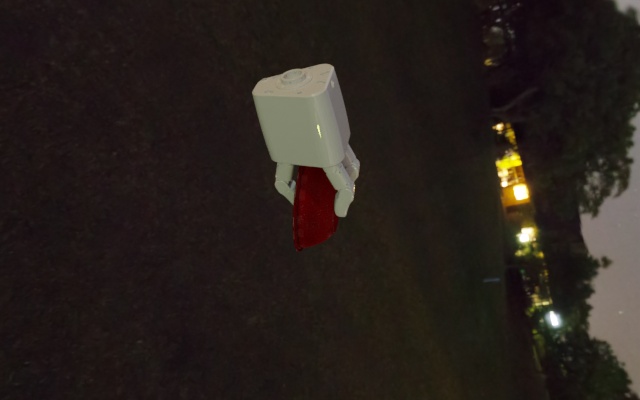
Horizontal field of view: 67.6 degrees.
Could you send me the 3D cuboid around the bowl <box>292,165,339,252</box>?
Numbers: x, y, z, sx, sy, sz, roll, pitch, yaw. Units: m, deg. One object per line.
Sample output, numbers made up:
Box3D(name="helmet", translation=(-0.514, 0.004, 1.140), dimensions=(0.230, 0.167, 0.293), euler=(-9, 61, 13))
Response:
Box3D(name="bowl", translation=(0.001, 0.003, 0.742), dimensions=(0.055, 0.162, 0.162), euler=(6, 1, 8))
